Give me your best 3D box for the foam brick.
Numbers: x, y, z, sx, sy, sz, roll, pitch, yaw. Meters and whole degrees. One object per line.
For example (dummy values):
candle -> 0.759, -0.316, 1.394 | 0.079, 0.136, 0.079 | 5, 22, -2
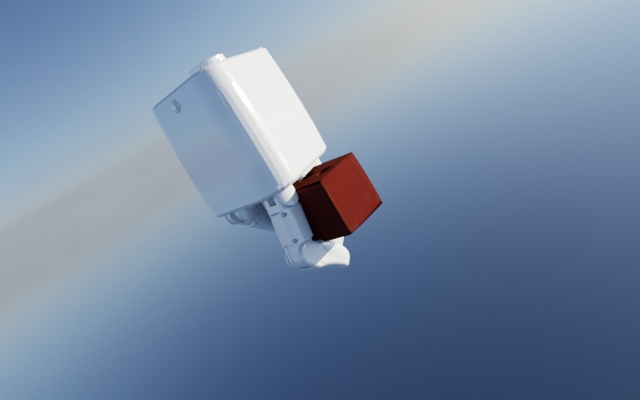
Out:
foam brick -> 0.000, 0.001, 0.404 | 0.078, 0.051, 0.053 | -18, 17, 44
